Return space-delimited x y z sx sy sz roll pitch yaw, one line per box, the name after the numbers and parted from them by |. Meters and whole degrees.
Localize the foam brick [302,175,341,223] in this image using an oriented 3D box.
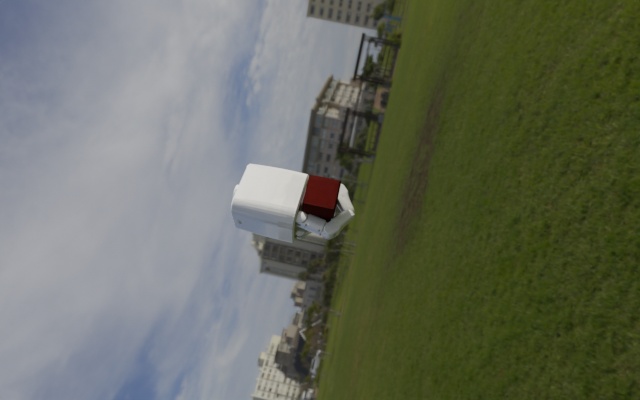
0.000 0.002 0.765 0.051 0.053 0.078 13 -25 3 | foam brick
